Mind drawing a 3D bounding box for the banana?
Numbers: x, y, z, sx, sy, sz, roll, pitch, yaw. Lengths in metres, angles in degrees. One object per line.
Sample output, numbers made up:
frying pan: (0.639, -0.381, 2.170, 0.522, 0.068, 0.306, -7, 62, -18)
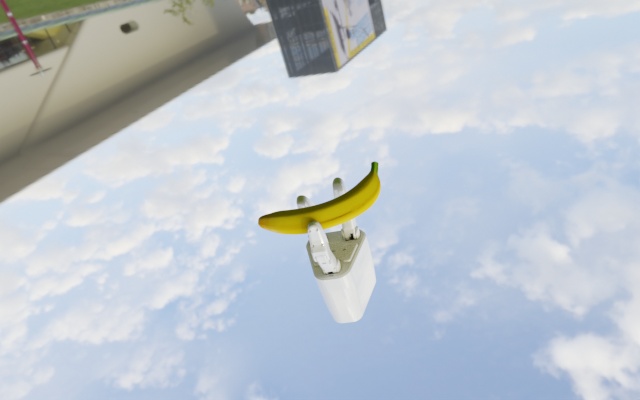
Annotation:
banana: (0.010, 0.011, 0.680, 0.198, 0.037, 0.069, -25, 38, -7)
